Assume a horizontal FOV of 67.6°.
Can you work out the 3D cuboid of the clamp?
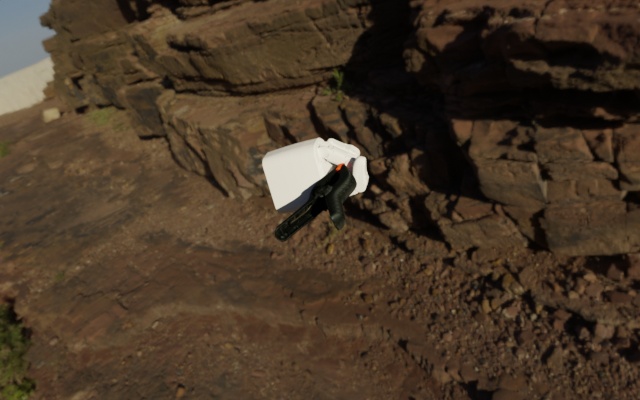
[{"bbox_3d":[0.000,0.002,0.729,0.120,0.039,0.171,-13,26,25],"label":"clamp"}]
